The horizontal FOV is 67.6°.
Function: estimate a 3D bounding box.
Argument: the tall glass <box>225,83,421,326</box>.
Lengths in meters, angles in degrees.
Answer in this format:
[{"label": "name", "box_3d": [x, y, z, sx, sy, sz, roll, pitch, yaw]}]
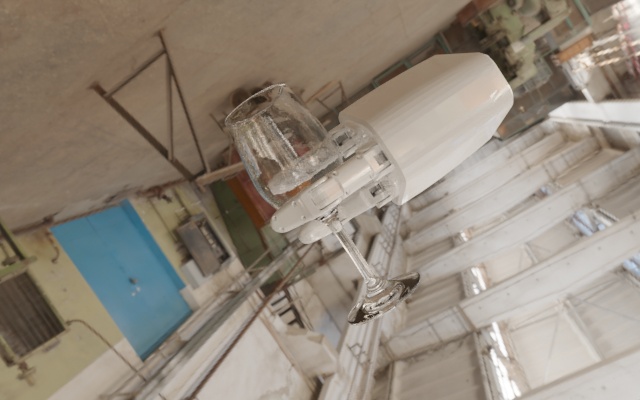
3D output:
[{"label": "tall glass", "box_3d": [0.000, 0.002, 0.406, 0.079, 0.201, 0.079, -34, 3, 2]}]
